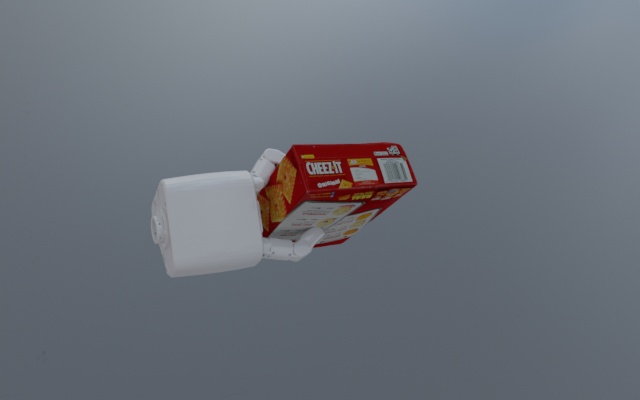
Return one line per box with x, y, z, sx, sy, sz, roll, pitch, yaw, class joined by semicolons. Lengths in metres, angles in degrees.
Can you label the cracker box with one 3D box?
0.000;0.002;0.653;0.164;0.072;0.214;-5;-23;-30;cracker box
